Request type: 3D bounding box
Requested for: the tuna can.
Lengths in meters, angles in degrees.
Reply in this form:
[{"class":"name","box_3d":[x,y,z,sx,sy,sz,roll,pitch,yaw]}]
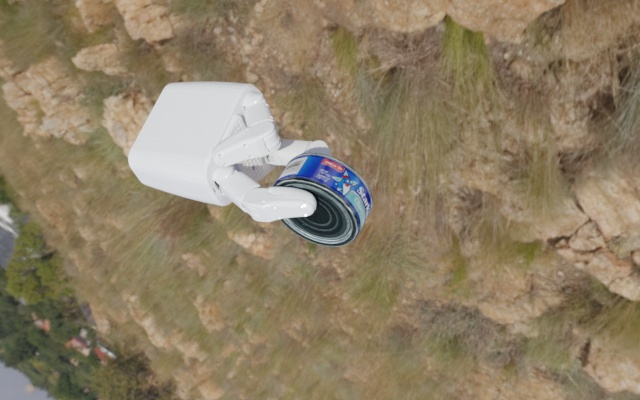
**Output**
[{"class":"tuna can","box_3d":[0.000,0.002,0.418,0.086,0.086,0.033,0,44,34]}]
